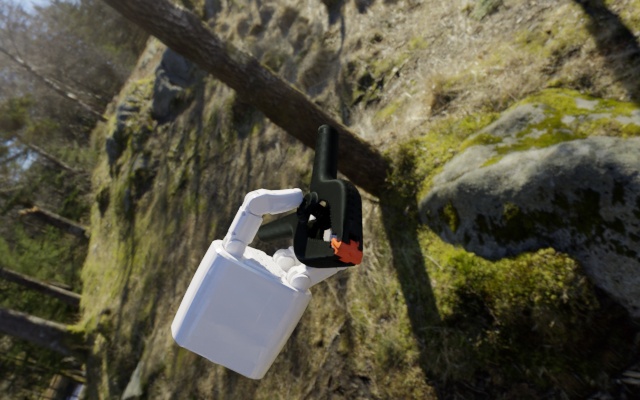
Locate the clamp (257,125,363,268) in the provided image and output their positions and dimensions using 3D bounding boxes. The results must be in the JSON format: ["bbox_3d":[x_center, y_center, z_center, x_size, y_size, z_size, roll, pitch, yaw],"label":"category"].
[{"bbox_3d":[-0.001,0.002,0.505,0.036,0.164,0.210,27,4,-25],"label":"clamp"}]
